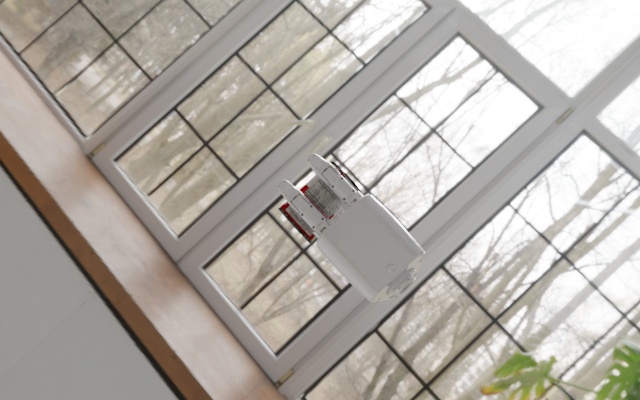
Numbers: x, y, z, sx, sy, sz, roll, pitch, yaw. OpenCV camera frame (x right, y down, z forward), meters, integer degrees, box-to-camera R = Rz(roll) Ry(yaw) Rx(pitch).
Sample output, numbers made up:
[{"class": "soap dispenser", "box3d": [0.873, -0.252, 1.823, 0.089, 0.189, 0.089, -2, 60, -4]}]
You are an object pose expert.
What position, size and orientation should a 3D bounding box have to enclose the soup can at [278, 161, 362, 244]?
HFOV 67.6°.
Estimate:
[{"class": "soup can", "box3d": [0.000, 0.002, 0.675, 0.102, 0.068, 0.068, -42, 2, -2]}]
